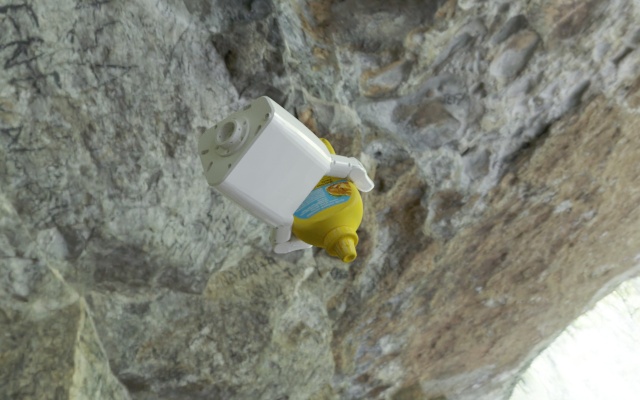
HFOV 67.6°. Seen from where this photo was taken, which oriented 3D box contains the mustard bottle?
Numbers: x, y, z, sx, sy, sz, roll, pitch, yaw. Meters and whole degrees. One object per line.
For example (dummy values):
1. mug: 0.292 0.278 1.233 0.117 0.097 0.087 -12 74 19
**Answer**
1. mustard bottle: 0.000 0.002 0.611 0.096 0.191 0.058 -23 -42 -5
